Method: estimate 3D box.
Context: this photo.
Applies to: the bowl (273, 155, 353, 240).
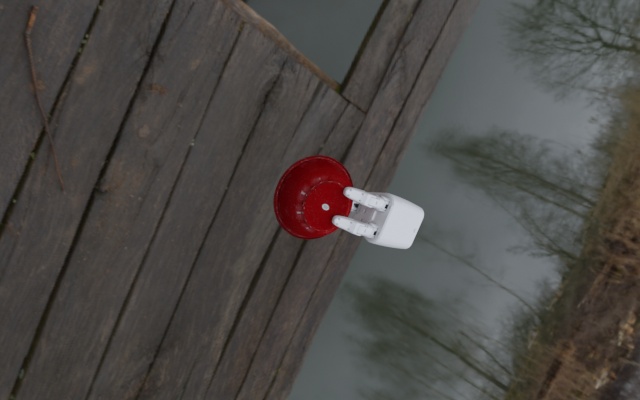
[{"bbox_3d":[-0.001,0.003,0.856,0.162,0.162,0.055,0,16,-26],"label":"bowl"}]
